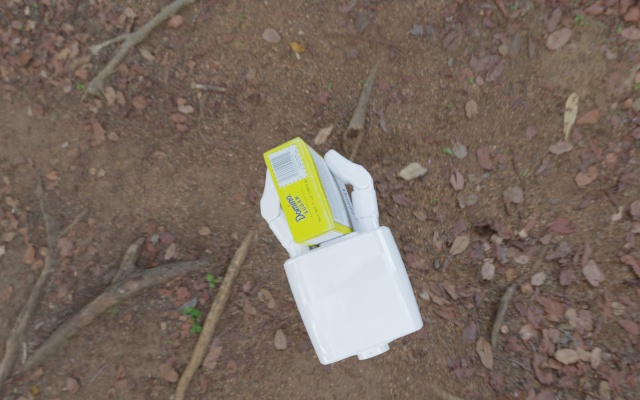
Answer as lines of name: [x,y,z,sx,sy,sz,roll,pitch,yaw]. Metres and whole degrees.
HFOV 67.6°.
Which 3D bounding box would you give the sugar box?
sugar box: [0.000,0.002,0.511,0.048,0.093,0.176,-21,-13,8]
